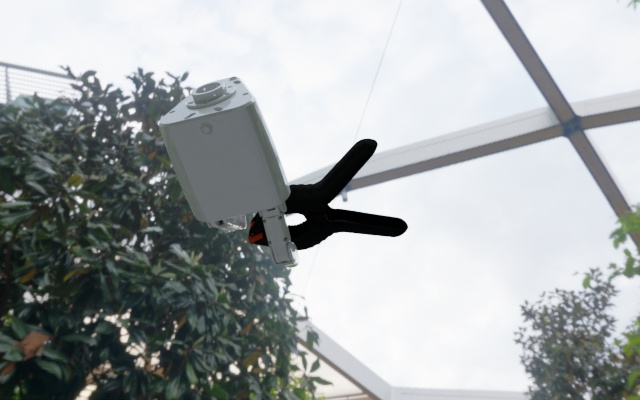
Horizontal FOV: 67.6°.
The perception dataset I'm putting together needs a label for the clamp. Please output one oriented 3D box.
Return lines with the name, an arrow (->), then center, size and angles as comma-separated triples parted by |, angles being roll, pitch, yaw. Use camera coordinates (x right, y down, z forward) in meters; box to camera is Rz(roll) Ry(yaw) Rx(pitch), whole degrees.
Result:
clamp -> 0.000, 0.001, 0.502 | 0.171, 0.120, 0.039 | -12, 26, 5
